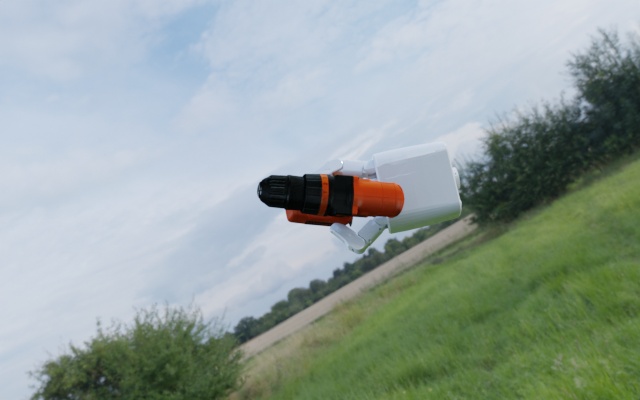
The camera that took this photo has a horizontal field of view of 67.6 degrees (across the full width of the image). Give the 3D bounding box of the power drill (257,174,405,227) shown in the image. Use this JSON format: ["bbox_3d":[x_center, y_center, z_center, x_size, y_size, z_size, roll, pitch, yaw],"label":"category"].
[{"bbox_3d":[0.000,0.002,0.657,0.184,0.057,0.187,6,-6,-11],"label":"power drill"}]
